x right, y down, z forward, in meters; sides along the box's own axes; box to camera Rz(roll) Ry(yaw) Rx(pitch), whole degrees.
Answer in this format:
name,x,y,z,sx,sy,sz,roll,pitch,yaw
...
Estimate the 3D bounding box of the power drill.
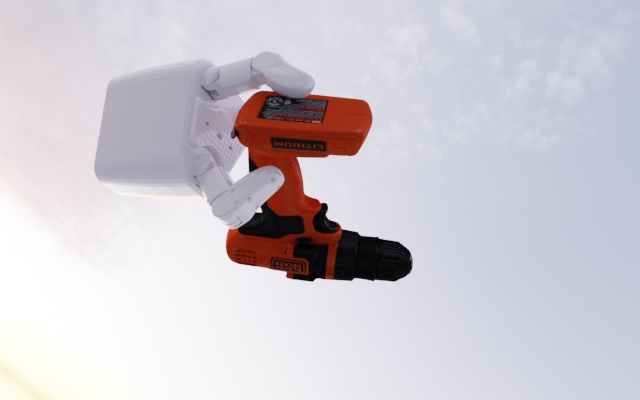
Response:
name,x,y,z,sx,sy,sz,roll,pitch,yaw
power drill,0.000,0.001,0.424,0.184,0.188,0.057,6,41,4
